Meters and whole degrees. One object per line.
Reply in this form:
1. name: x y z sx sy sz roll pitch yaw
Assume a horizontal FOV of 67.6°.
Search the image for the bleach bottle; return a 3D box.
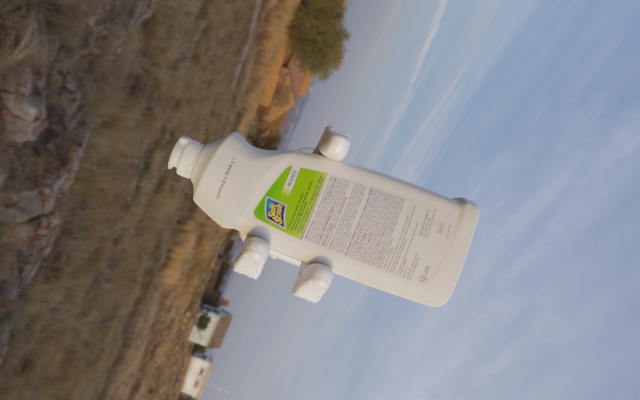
1. bleach bottle: 0.000 0.001 0.404 0.251 0.102 0.068 23 -10 -7
